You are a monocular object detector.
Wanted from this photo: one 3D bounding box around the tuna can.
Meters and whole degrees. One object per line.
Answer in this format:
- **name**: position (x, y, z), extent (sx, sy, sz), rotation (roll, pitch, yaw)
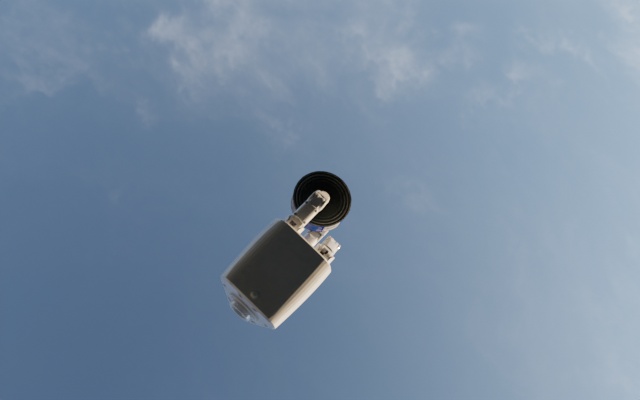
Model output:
- **tuna can**: position (0.000, 0.002, 0.701), extent (0.086, 0.086, 0.034), rotation (0, -20, -12)
